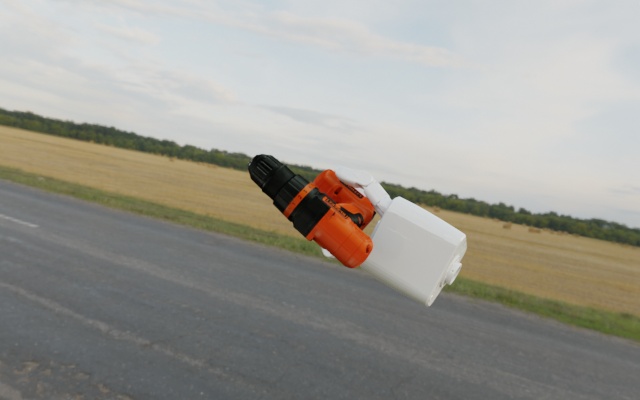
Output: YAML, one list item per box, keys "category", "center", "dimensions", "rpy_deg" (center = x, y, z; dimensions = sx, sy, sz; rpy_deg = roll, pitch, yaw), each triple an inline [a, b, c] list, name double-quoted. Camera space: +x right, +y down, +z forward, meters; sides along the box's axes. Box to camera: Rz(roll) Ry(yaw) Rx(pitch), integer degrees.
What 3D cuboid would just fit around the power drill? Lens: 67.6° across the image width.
- category: "power drill"
  center: [0.000, 0.002, 0.644]
  dimensions: [0.184, 0.057, 0.187]
  rpy_deg: [43, 16, 5]
